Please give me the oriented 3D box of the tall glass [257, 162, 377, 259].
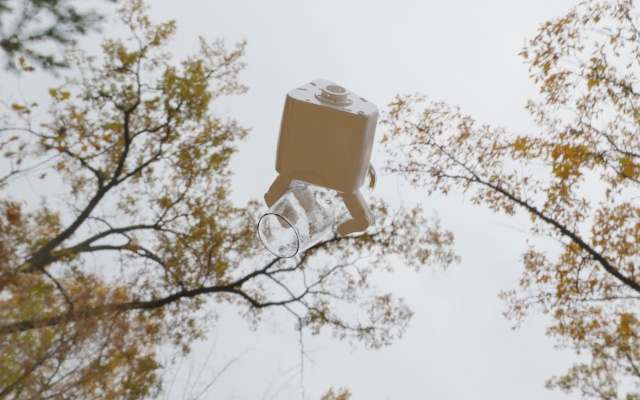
[{"bbox_3d":[0.000,0.002,0.645,0.079,0.079,0.201,0,25,35],"label":"tall glass"}]
